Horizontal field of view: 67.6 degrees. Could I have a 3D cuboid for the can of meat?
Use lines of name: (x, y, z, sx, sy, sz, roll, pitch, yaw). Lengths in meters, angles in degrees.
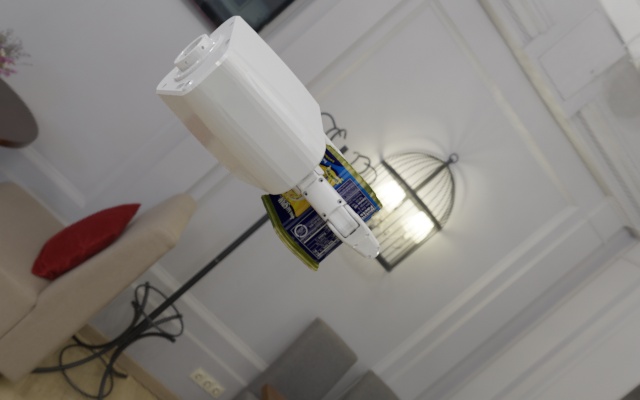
can of meat: (0.000, 0.001, 0.435, 0.057, 0.084, 0.102, 47, 4, -28)
